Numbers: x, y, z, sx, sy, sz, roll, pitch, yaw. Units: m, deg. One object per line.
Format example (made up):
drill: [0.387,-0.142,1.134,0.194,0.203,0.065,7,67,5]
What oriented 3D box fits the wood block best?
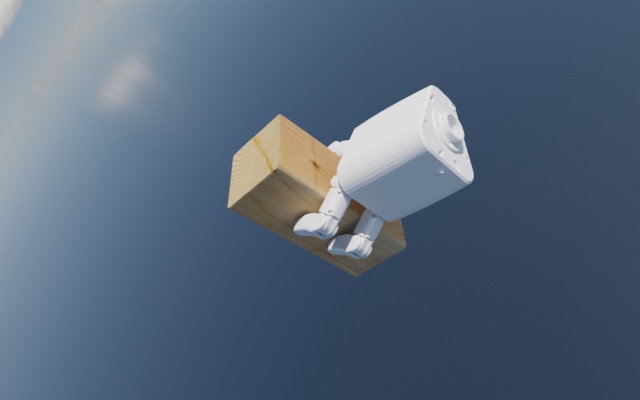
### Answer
wood block: [0.000,0.001,0.583,0.206,0.090,0.090,33,-54,-32]
